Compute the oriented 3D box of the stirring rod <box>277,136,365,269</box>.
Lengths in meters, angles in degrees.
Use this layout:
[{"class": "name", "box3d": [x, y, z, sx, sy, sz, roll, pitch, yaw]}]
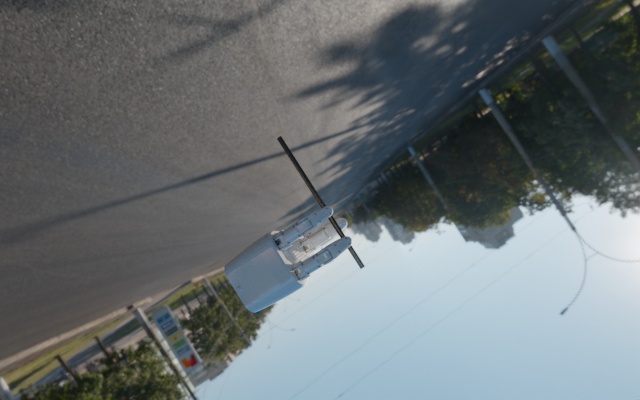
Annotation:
[{"class": "stirring rod", "box3d": [0.000, 0.002, 0.741, 0.011, 0.239, 0.011, -33, -3, -2]}]
